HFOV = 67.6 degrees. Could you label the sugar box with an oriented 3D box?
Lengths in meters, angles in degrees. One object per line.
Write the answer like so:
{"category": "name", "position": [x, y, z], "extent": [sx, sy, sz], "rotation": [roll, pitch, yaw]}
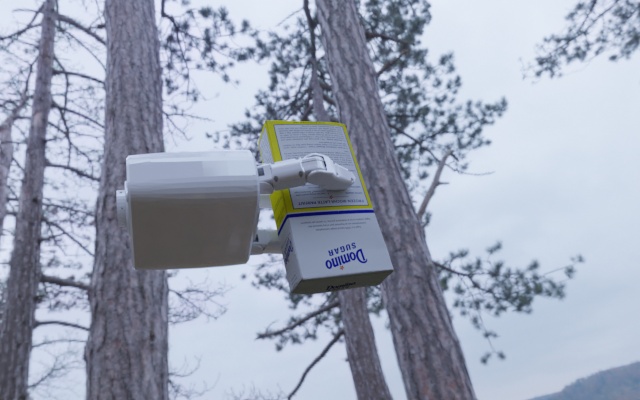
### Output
{"category": "sugar box", "position": [0.000, 0.002, 0.473], "extent": [0.093, 0.176, 0.048], "rotation": [-2, -29, -22]}
